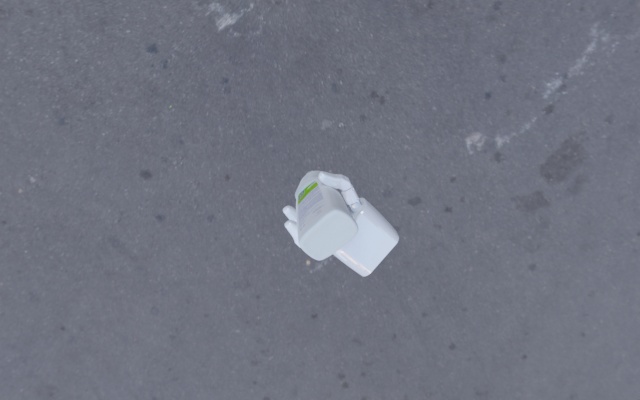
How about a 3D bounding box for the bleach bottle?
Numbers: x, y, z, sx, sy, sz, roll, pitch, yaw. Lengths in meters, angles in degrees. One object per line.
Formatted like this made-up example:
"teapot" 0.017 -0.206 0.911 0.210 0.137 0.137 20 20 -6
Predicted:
"bleach bottle" 0.000 0.003 0.885 0.068 0.102 0.250 43 16 -23
